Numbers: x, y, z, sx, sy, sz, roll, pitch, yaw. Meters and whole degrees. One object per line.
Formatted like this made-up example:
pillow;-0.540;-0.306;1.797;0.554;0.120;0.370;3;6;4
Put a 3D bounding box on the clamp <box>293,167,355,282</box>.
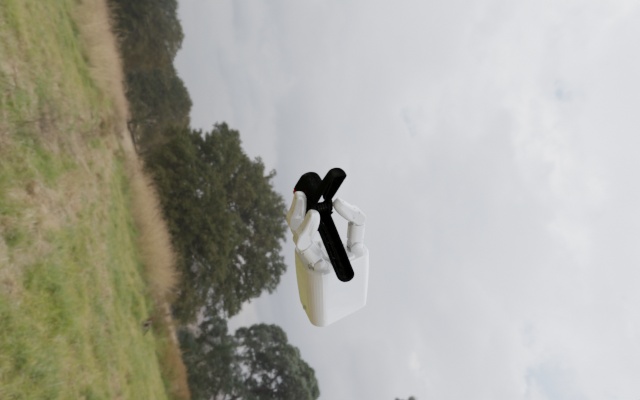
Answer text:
clamp;0.001;0.002;0.717;0.036;0.165;0.210;-11;27;-17
